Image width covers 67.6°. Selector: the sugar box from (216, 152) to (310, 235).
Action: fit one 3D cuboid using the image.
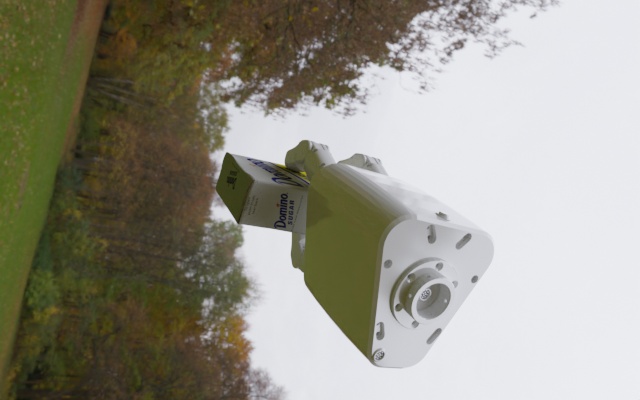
[{"bbox_3d":[0.000,0.001,0.444,0.176,0.048,0.093,14,13,-28],"label":"sugar box"}]
